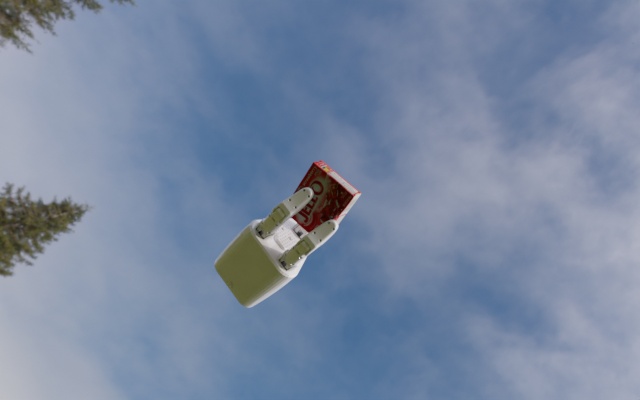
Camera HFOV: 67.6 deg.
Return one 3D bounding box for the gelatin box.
[{"bbox_3d":[0.000,0.002,0.652,0.073,0.089,0.030,41,25,13],"label":"gelatin box"}]
